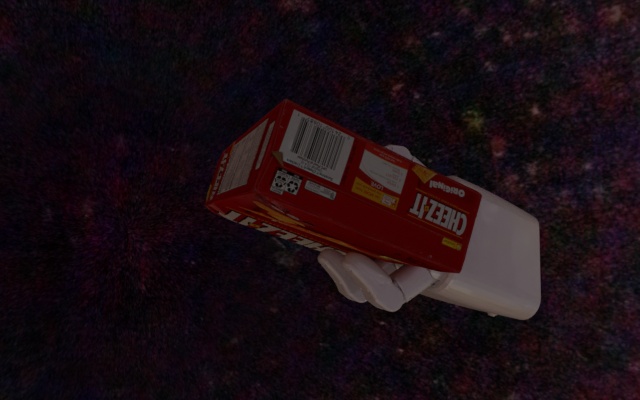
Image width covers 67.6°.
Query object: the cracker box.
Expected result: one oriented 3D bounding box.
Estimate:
[{"bbox_3d":[0.000,0.001,0.413,0.164,0.072,0.214,22,-11,-19],"label":"cracker box"}]
